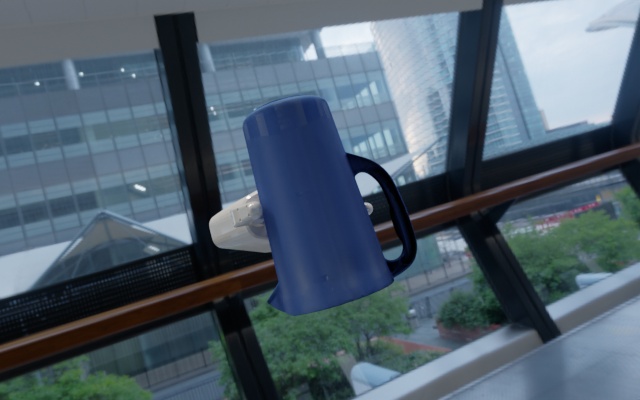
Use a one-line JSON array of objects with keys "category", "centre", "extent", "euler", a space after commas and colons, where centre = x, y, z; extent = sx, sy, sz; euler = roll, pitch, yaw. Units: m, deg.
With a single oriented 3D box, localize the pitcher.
[{"category": "pitcher", "centre": [0.000, 0.002, 0.570], "extent": [0.149, 0.243, 0.145], "euler": [-13, -6, -42]}]
